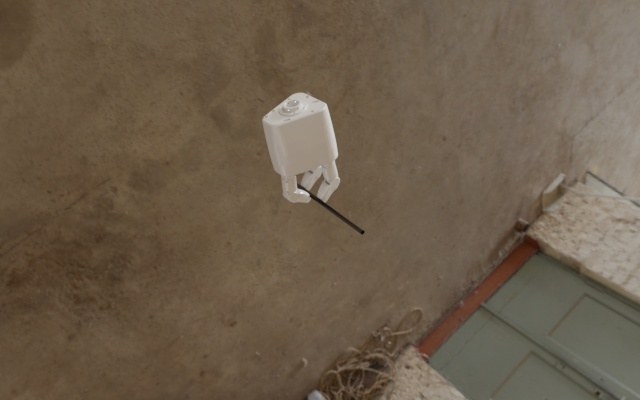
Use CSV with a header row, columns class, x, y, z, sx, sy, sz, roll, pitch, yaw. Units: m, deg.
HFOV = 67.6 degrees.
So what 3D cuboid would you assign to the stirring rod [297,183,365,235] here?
class,x,y,z,sx,sy,sz,roll,pitch,yaw
stirring rod,0.000,0.003,0.893,0.011,0.011,0.239,0,25,-41
